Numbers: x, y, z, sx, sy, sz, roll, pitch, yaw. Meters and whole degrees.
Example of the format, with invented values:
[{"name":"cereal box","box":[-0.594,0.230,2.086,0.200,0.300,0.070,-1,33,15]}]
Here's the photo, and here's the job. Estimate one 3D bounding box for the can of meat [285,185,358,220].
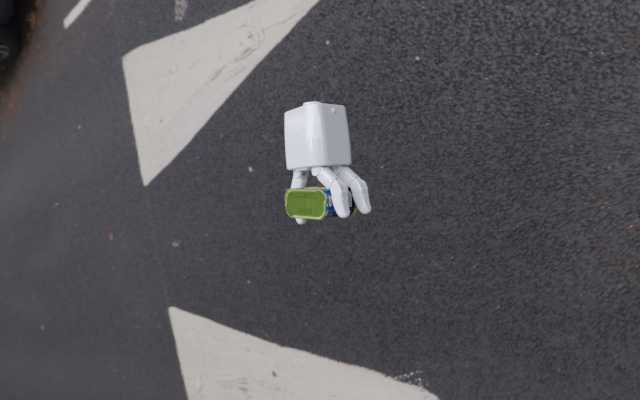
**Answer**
[{"name":"can of meat","box":[0.000,0.003,0.838,0.102,0.057,0.084,2,5,42]}]
